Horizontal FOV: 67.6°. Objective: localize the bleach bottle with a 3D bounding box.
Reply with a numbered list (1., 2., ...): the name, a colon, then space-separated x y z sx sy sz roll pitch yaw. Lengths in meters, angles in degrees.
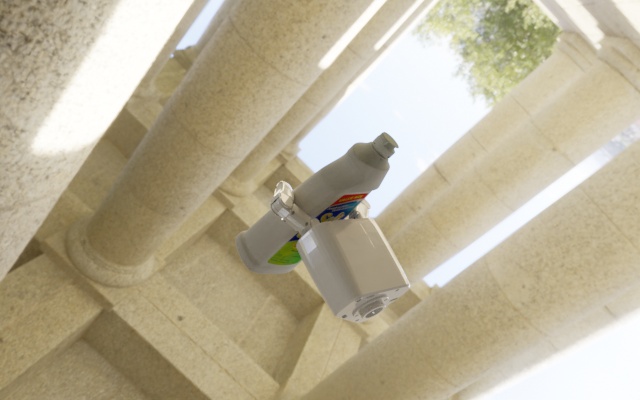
1. bleach bottle: 0.000 0.002 0.638 0.251 0.068 0.102 -44 -31 25
